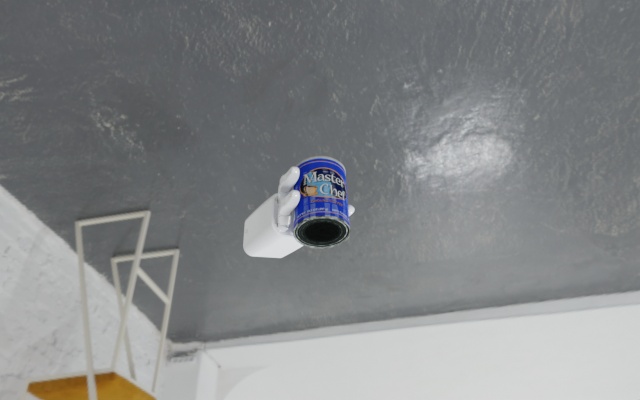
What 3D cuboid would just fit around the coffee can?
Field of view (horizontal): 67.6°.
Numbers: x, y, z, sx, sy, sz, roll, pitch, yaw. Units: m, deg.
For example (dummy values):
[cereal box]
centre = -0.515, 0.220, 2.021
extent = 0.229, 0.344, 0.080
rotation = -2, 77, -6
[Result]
[coffee can]
centre = 0.000, 0.003, 0.884
extent = 0.103, 0.140, 0.103
rotation = -2, -37, -1
